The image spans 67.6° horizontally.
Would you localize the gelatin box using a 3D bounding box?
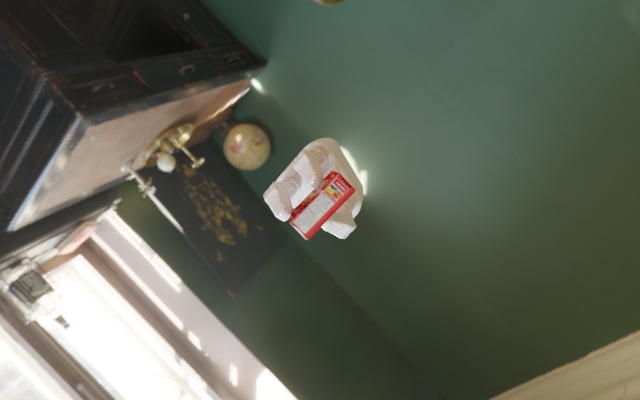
[{"bbox_3d":[0.000,0.002,0.531,0.030,0.073,0.089,45,3,-6],"label":"gelatin box"}]
